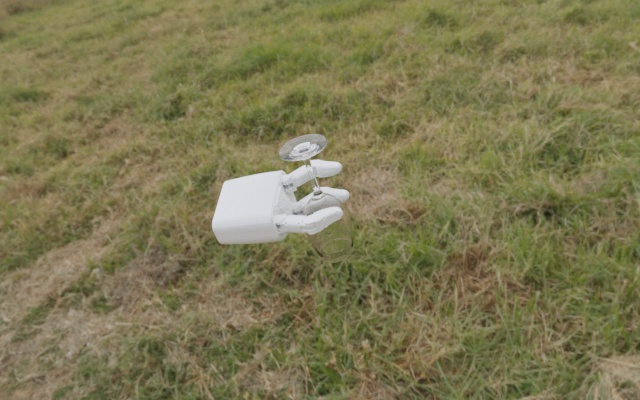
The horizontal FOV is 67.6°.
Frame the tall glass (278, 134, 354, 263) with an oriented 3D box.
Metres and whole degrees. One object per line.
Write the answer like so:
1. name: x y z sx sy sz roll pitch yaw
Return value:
1. tall glass: 0.000 0.002 0.744 0.079 0.201 0.079 -13 32 8
